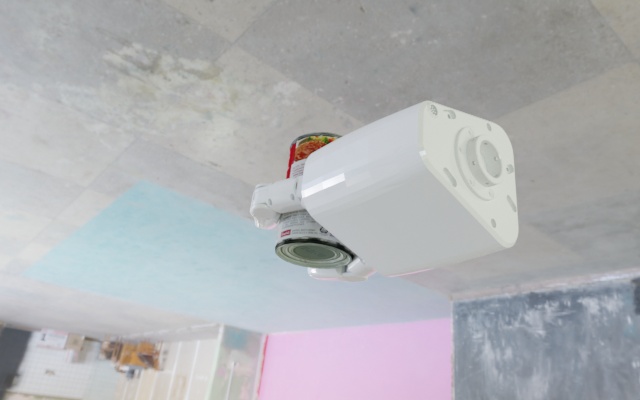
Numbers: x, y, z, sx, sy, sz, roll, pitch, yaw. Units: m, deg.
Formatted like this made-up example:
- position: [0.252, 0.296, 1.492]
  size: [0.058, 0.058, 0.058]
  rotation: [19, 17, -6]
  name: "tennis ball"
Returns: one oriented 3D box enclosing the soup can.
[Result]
- position: [0.000, 0.002, 0.419]
  size: [0.068, 0.102, 0.068]
  rotation: [6, -25, 3]
  name: "soup can"
